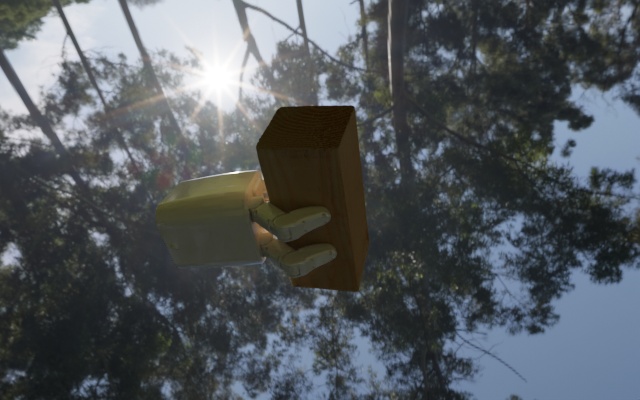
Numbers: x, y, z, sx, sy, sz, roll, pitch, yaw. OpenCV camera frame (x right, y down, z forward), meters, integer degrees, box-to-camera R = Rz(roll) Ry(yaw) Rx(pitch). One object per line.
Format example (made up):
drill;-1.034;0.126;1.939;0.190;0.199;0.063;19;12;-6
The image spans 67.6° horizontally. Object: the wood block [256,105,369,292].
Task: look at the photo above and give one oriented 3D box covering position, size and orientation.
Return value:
wood block;0.000;0.002;0.561;0.090;0.206;0.090;2;39;15
